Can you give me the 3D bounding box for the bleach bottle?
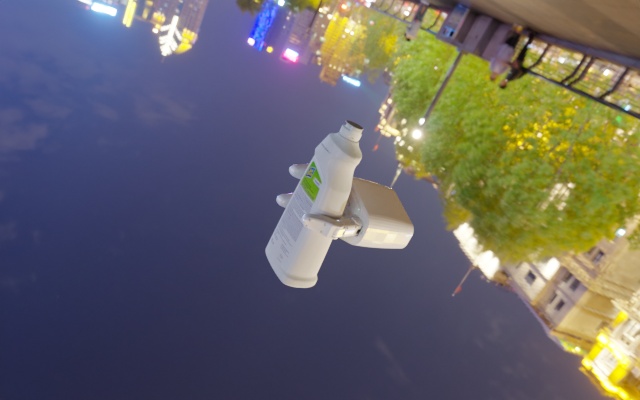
[{"bbox_3d":[0.000,0.002,0.714,0.068,0.251,0.102,10,26,-36],"label":"bleach bottle"}]
